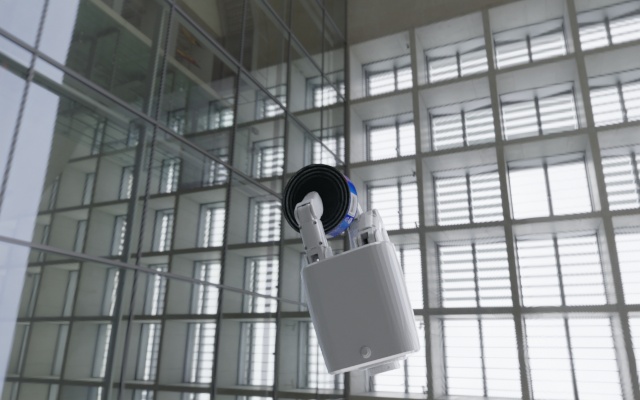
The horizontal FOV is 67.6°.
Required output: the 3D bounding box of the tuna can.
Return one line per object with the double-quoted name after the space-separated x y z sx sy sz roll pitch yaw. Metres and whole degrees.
0.000 0.002 0.562 0.086 0.086 0.034 0 -11 24 "tuna can"
